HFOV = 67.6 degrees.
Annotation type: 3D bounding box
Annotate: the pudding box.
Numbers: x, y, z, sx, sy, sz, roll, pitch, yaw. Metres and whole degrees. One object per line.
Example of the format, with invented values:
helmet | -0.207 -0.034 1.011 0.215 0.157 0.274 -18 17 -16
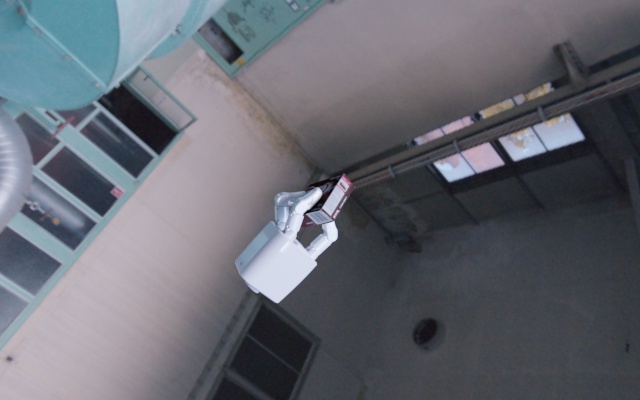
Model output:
pudding box | 0.000 0.003 0.882 0.039 0.090 0.113 45 -31 -23
